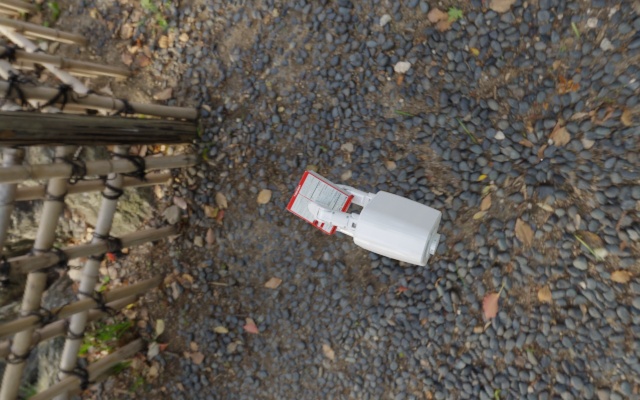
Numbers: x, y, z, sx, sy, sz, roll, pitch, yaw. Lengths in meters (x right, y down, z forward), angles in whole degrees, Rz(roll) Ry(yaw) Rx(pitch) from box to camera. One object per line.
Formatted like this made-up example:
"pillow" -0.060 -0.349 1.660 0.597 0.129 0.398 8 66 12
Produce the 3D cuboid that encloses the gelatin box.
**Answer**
"gelatin box" 0.000 0.002 0.782 0.089 0.073 0.030 30 15 12
